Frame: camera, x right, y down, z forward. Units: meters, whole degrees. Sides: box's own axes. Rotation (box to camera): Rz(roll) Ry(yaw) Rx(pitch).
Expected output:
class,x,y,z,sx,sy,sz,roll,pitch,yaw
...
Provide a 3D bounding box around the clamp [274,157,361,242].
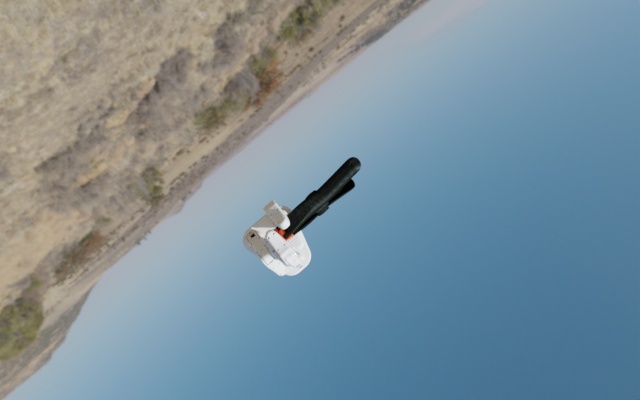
class,x,y,z,sx,sy,sz,roll,pitch,yaw
clamp,0.000,0.003,0.780,0.171,0.039,0.120,-40,-16,-1
